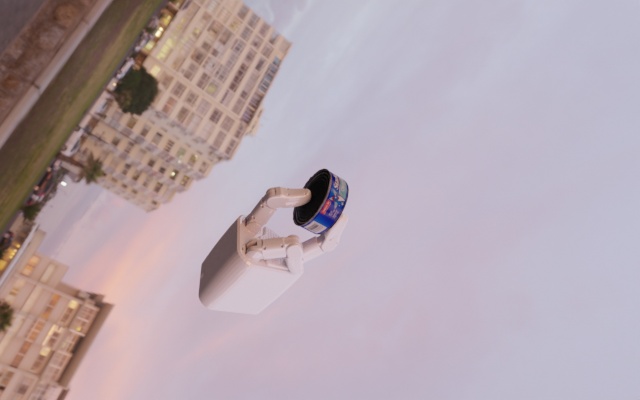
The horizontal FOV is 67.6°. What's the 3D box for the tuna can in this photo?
[{"bbox_3d":[0.001,0.002,0.646,0.034,0.086,0.086,29,-13,-24],"label":"tuna can"}]
